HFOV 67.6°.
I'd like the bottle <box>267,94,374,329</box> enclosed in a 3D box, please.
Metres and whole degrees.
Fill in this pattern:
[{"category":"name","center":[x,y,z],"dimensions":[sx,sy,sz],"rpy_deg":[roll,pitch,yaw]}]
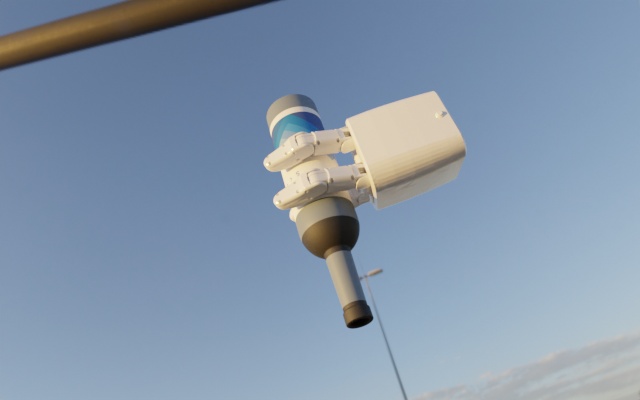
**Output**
[{"category":"bottle","center":[0.000,0.002,0.538],"dimensions":[0.069,0.295,0.069],"rpy_deg":[-12,-35,-9]}]
